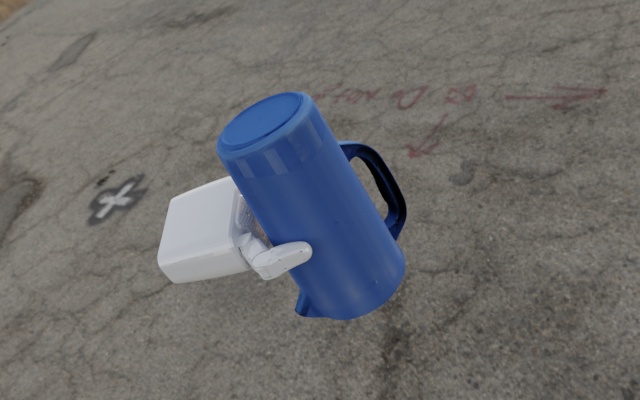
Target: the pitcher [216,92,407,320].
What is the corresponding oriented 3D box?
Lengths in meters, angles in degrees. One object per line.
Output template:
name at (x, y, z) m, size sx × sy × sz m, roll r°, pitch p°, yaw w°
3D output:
pitcher at (0.000, 0.002, 0.529) m, size 0.145 × 0.243 × 0.149 m, roll -15°, pitch 35°, yaw 21°
